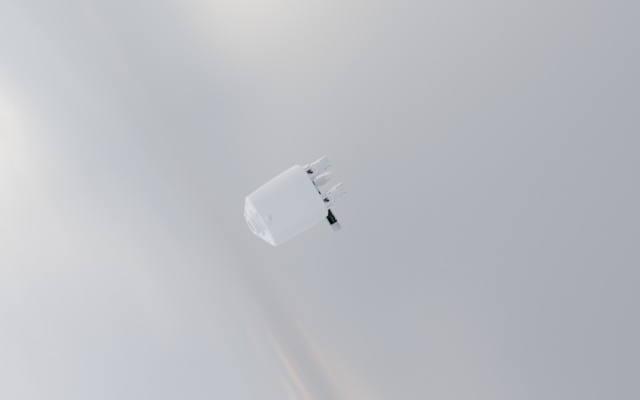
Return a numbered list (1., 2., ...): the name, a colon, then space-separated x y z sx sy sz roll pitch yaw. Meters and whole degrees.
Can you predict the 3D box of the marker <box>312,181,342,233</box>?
1. marker: 0.000 0.003 0.864 0.020 0.121 0.020 -30 5 3
